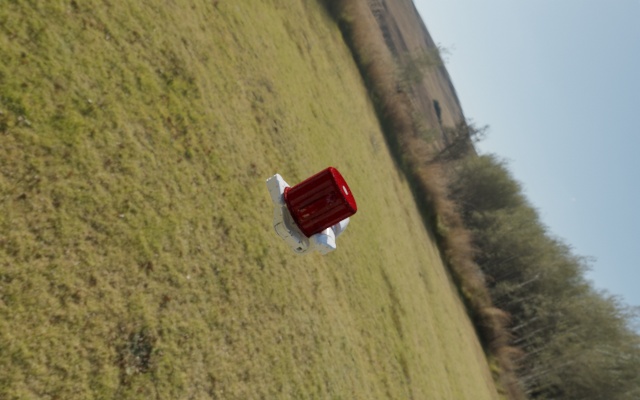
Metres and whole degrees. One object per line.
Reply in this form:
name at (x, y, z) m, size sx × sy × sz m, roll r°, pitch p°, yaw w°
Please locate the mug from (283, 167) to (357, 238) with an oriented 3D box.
mug at (0.000, 0.002, 0.712) m, size 0.081 × 0.093 × 0.117 m, roll -29°, pitch 0°, yaw 14°
